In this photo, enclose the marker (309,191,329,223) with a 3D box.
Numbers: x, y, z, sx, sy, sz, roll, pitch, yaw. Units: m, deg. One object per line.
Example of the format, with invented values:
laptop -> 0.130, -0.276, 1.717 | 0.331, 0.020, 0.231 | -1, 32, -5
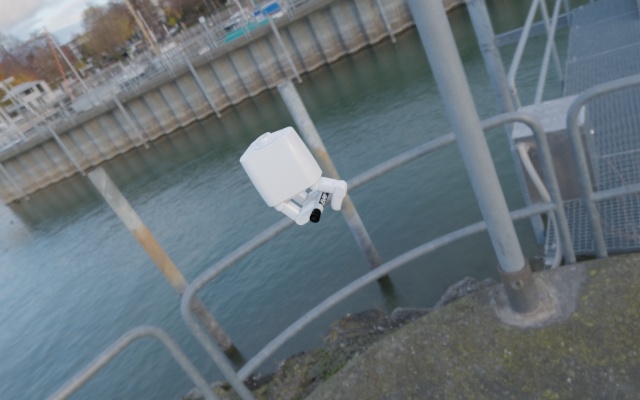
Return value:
marker -> 0.000, 0.003, 0.866 | 0.020, 0.020, 0.121 | 0, 31, 14
